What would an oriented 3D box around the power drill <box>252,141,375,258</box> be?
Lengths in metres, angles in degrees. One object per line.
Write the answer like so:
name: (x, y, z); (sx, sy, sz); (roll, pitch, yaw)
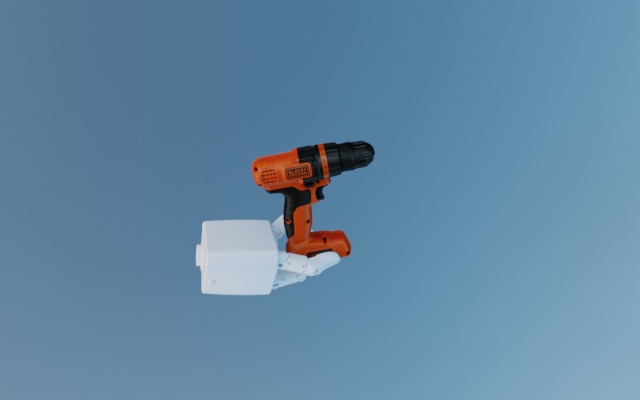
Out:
power drill: (0.000, 0.003, 0.743); (0.184, 0.188, 0.057); (-10, 26, 0)
